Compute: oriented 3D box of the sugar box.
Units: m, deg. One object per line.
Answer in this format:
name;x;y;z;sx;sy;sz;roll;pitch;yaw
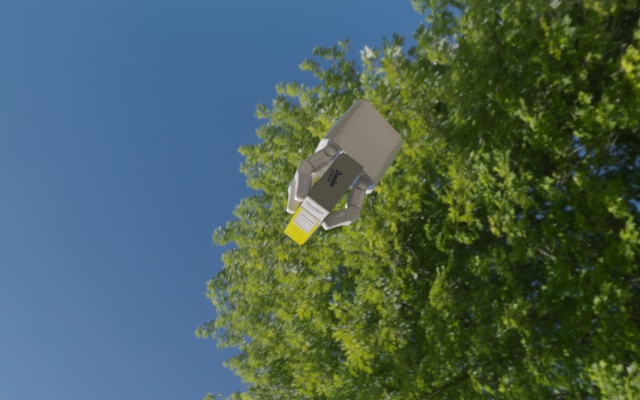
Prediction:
sugar box;0.000;0.002;0.734;0.048;0.093;0.176;36;-26;3
